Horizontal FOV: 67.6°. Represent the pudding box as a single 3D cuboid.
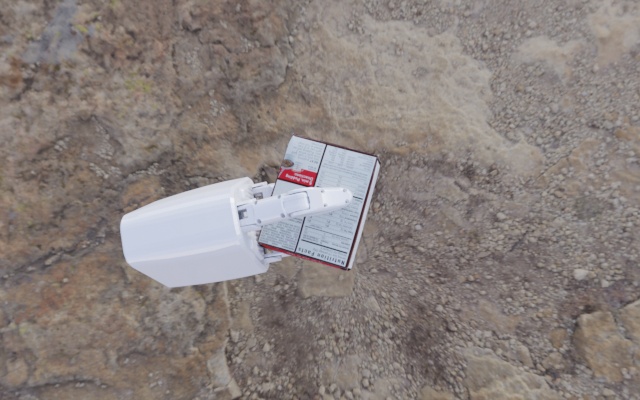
[{"bbox_3d":[0.000,0.001,0.453,0.090,0.113,0.039,16,-4,9],"label":"pudding box"}]
